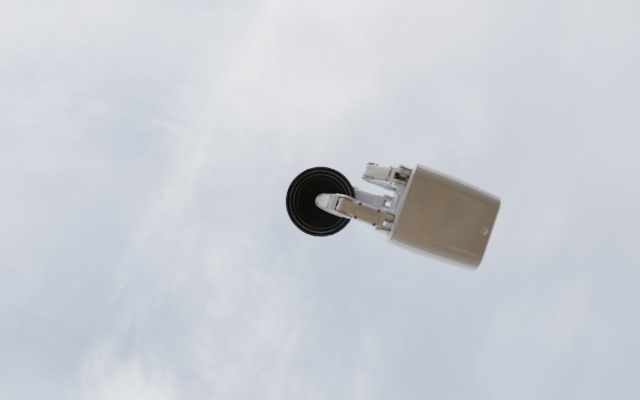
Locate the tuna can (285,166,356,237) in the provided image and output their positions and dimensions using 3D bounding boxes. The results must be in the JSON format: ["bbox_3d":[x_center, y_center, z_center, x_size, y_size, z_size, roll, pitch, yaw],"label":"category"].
[{"bbox_3d":[0.000,0.002,0.593,0.086,0.086,0.034,0,-2,-1],"label":"tuna can"}]
